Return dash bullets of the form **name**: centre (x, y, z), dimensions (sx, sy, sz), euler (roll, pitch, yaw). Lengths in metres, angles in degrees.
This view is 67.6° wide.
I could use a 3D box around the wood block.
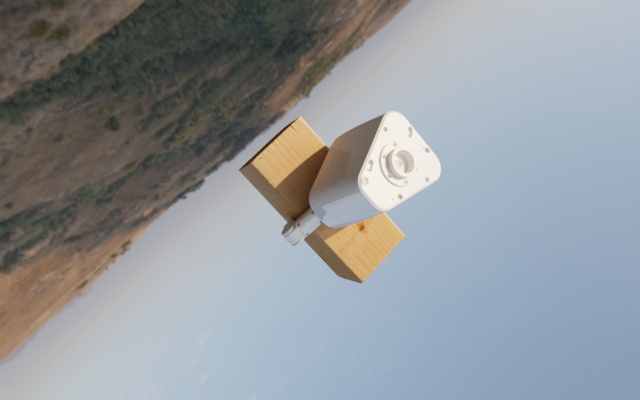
- **wood block**: centre (0.000, 0.002, 0.632), dimensions (0.091, 0.206, 0.090), euler (-45, 12, -15)
